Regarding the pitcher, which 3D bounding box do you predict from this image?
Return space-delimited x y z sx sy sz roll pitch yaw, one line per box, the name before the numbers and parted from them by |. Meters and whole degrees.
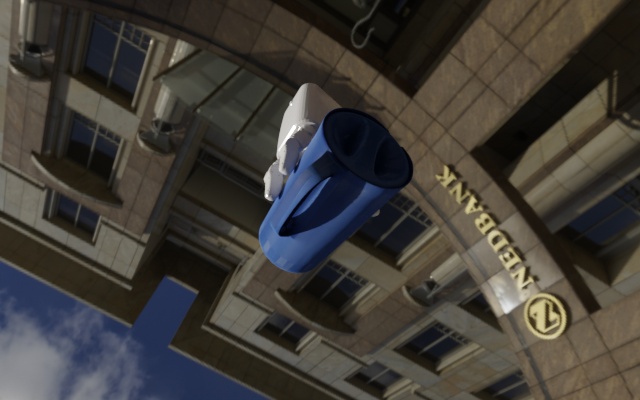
pitcher | 0.000 0.002 0.661 0.149 0.145 0.243 19 -46 -21
